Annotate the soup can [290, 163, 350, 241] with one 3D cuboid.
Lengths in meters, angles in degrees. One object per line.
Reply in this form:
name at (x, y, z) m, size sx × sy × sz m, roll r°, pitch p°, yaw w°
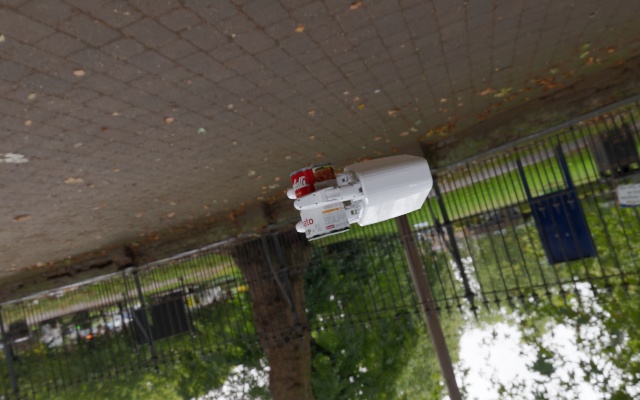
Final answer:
soup can at (0.000, 0.003, 0.711) m, size 0.068 × 0.102 × 0.068 m, roll -15°, pitch -6°, yaw -1°
